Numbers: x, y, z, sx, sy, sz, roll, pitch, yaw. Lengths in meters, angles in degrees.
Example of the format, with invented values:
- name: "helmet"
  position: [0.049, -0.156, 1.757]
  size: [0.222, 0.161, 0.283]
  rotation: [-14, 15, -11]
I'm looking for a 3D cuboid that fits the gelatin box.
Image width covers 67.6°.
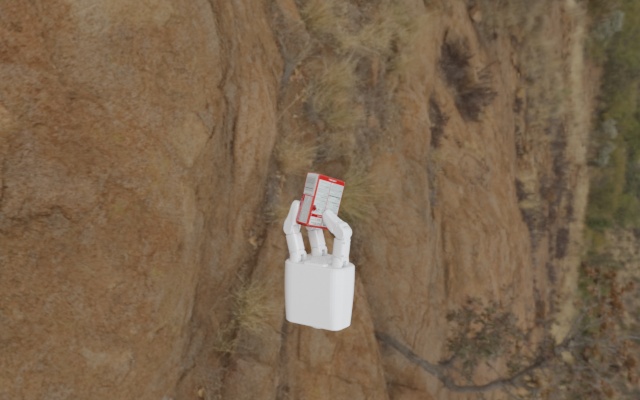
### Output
- name: "gelatin box"
  position: [0.001, 0.002, 0.807]
  size: [0.030, 0.089, 0.073]
  rotation: [14, 0, 40]
